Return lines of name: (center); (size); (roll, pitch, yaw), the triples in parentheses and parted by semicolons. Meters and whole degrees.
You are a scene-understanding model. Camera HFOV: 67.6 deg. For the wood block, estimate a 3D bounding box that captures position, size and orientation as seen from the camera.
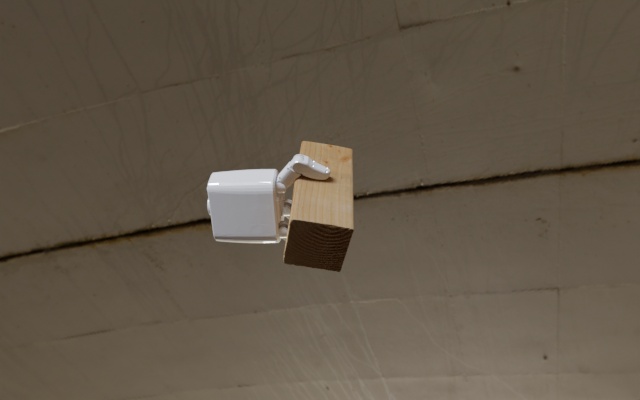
wood block: (0.000, 0.002, 0.757); (0.090, 0.091, 0.206); (9, 39, -4)
